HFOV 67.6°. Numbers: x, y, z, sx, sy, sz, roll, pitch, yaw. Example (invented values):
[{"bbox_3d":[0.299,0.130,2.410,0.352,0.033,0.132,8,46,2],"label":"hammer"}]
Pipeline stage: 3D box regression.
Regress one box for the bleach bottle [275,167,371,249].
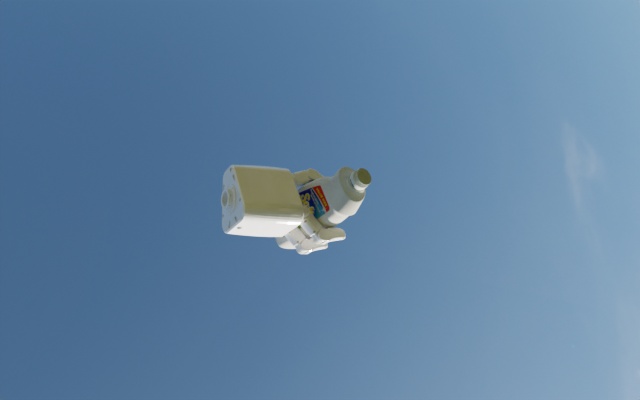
[{"bbox_3d":[0.000,0.003,0.831,0.068,0.102,0.251,3,-24,-33],"label":"bleach bottle"}]
